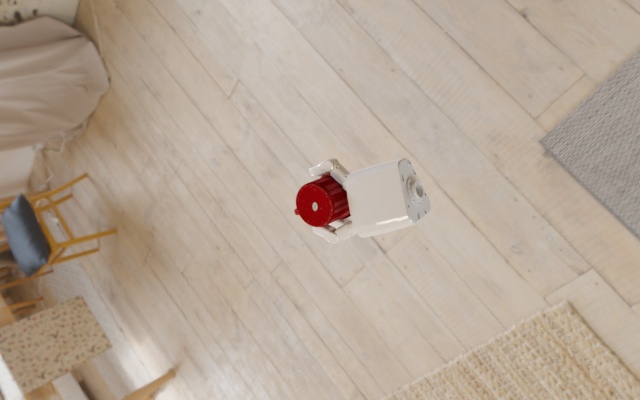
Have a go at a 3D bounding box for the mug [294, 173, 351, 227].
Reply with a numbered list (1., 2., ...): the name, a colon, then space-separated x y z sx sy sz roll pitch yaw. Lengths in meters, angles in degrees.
1. mug: -0.001 0.003 0.867 0.117 0.093 0.081 -18 3 37
